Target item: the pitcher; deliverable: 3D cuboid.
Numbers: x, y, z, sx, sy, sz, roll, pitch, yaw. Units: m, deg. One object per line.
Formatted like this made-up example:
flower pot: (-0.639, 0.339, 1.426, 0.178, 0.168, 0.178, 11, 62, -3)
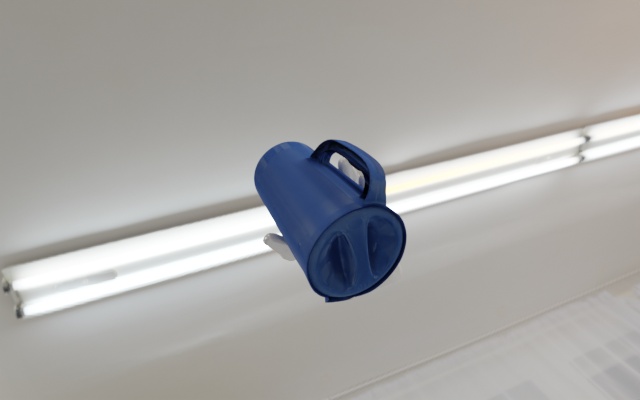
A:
pitcher: (0.000, 0.002, 0.641, 0.149, 0.145, 0.242, -37, 39, -4)
